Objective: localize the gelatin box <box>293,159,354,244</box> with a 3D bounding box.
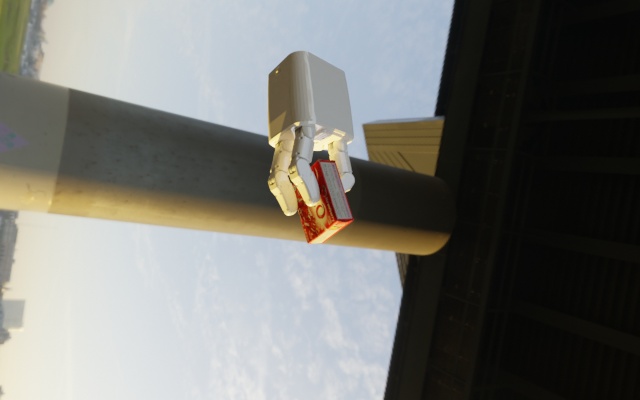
[{"bbox_3d":[0.001,0.002,0.620,0.030,0.089,0.073,-1,-26,-36],"label":"gelatin box"}]
